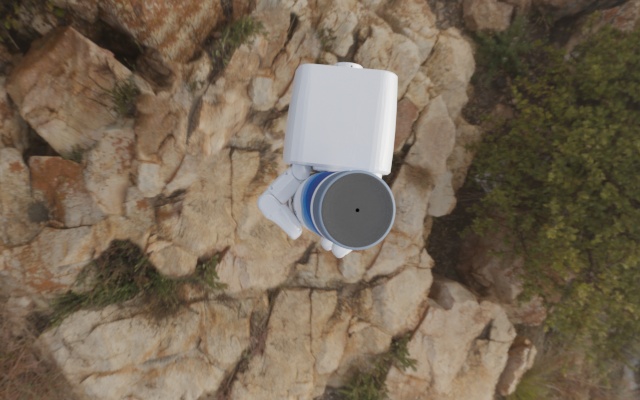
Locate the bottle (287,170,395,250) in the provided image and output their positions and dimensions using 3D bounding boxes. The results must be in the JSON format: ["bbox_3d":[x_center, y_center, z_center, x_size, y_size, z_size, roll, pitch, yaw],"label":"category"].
[{"bbox_3d":[0.000,0.002,0.536,0.069,0.069,0.295,0,2,-12],"label":"bottle"}]
